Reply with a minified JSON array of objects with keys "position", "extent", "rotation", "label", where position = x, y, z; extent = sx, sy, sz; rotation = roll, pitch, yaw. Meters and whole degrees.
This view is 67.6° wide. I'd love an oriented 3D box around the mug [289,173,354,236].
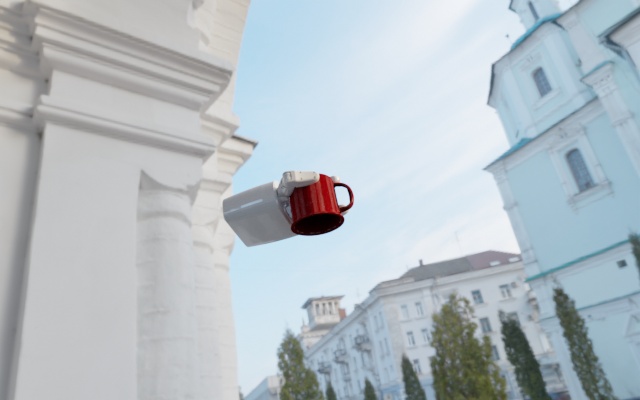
[{"position":[0.001,0.002,0.821],"extent":[0.117,0.081,0.093],"rotation":[-17,-27,12],"label":"mug"}]
